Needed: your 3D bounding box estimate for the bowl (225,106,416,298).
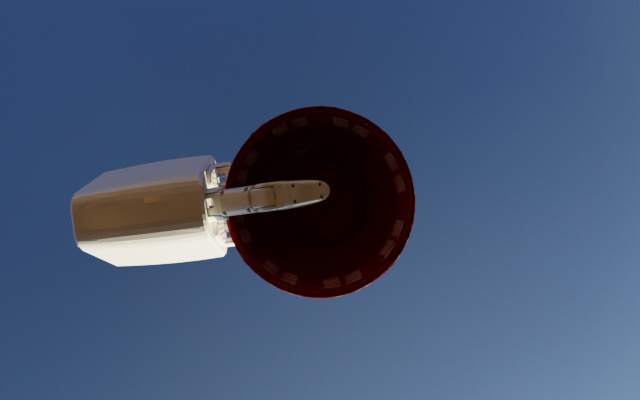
[{"bbox_3d":[0.001,0.002,0.425,0.162,0.162,0.055,0,0,4],"label":"bowl"}]
